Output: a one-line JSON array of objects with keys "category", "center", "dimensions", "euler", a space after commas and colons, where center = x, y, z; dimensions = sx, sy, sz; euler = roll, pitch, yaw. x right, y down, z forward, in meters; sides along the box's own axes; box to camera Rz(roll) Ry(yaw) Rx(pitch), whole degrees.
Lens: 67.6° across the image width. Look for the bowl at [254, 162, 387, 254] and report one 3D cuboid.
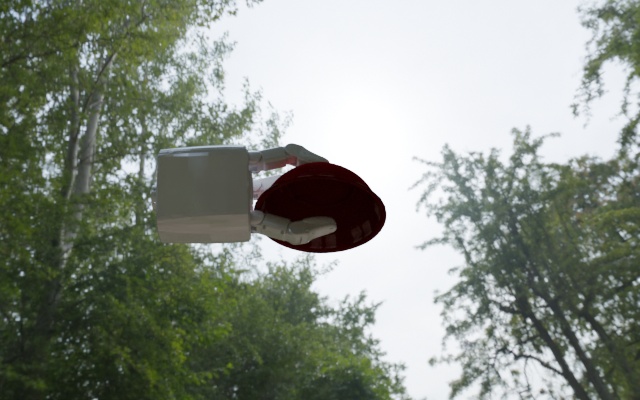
[{"category": "bowl", "center": [0.001, 0.002, 0.595], "dimensions": [0.162, 0.055, 0.162], "euler": [1, -38, 1]}]
